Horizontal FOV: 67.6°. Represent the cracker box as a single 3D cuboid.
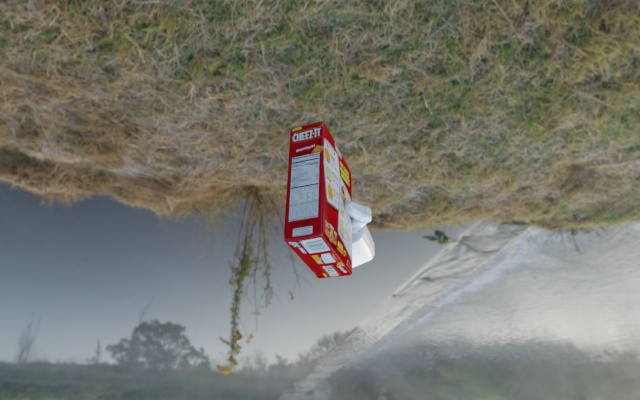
[{"bbox_3d":[0.000,0.003,0.809,0.072,0.213,0.164,-9,-32,17],"label":"cracker box"}]
